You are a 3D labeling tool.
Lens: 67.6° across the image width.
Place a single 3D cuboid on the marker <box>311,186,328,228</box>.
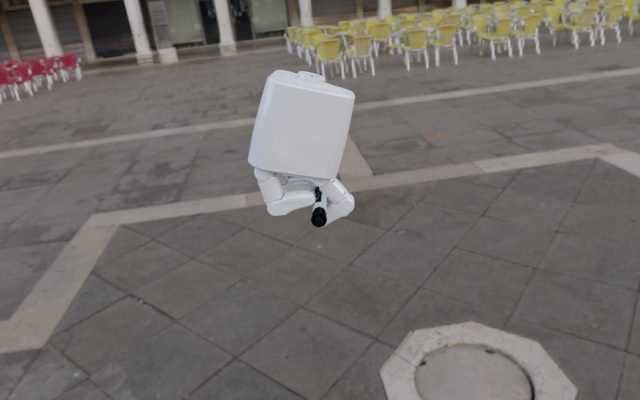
[{"bbox_3d":[0.000,0.002,0.605,0.020,0.020,0.121,0,22,2],"label":"marker"}]
